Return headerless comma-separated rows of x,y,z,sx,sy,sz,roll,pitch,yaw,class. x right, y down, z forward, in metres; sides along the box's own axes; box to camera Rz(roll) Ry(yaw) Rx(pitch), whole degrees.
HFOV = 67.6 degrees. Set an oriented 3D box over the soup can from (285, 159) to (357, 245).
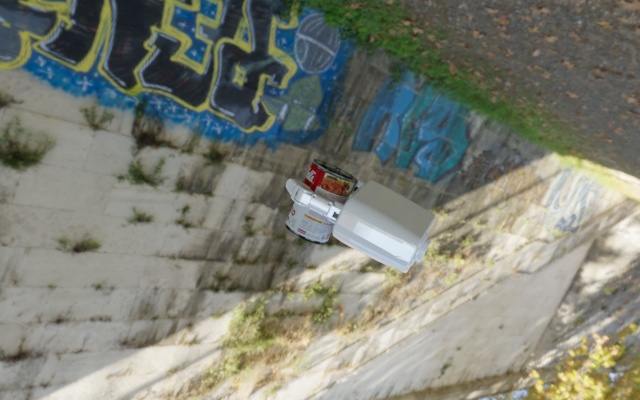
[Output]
0.000,0.002,0.673,0.068,0.102,0.068,24,13,-6,soup can
